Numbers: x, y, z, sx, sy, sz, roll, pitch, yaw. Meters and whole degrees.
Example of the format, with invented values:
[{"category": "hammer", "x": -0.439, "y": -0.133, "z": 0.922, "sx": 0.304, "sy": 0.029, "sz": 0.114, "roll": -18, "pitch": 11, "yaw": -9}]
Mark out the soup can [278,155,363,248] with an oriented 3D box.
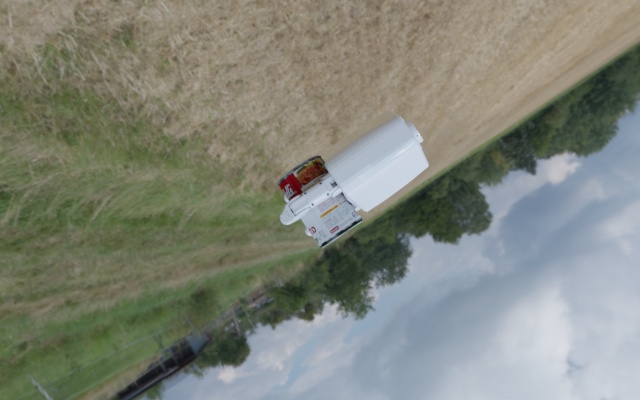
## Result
[{"category": "soup can", "x": 0.000, "y": 0.003, "z": 0.622, "sx": 0.068, "sy": 0.102, "sz": 0.068, "roll": -34, "pitch": -5, "yaw": -4}]
